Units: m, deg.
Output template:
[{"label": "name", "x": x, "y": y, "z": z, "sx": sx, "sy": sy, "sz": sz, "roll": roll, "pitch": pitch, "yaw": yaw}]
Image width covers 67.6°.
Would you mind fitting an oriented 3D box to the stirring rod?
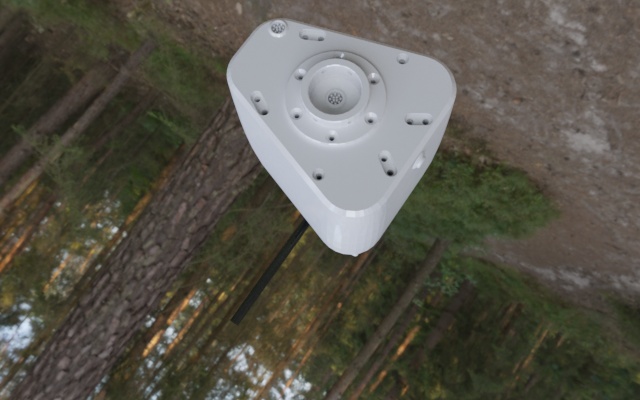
[{"label": "stirring rod", "x": 0.000, "y": 0.001, "z": 0.402, "sx": 0.011, "sy": 0.239, "sz": 0.011, "roll": 35, "pitch": -10, "yaw": 7}]
